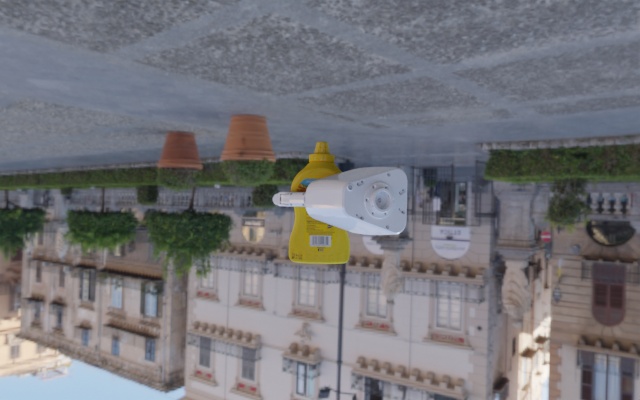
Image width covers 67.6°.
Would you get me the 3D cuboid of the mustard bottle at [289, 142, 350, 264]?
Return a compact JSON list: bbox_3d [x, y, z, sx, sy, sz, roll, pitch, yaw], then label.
[{"bbox_3d":[0.000,0.003,0.760,0.096,0.191,0.058,2,-1,-3],"label":"mustard bottle"}]
